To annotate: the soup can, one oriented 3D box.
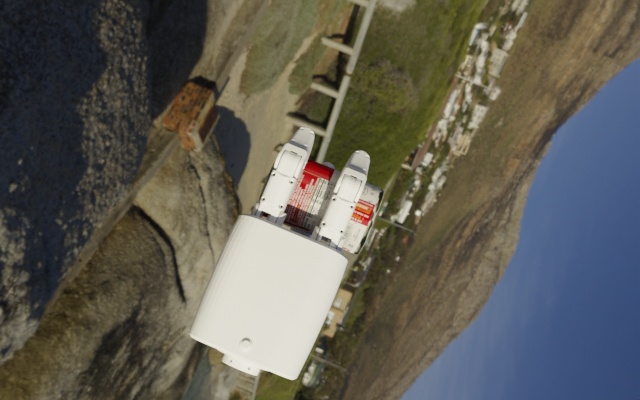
[{"bbox_3d":[0.001,0.001,0.448,0.102,0.068,0.068,22,1,2],"label":"soup can"}]
